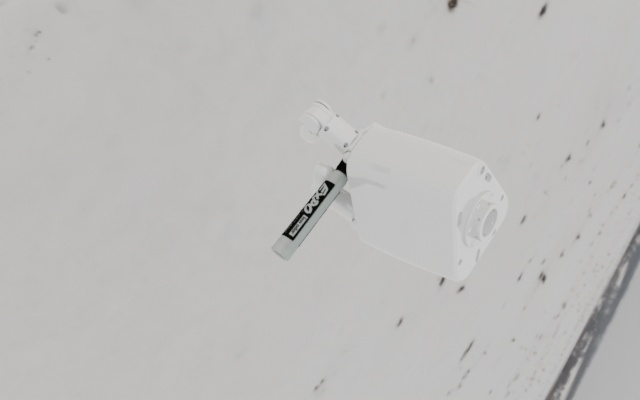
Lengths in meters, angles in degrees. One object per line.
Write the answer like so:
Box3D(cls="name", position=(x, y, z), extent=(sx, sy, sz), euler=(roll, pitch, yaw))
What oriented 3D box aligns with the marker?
Box3D(cls="marker", position=(0.000, 0.001, 0.427), extent=(0.020, 0.121, 0.020), euler=(34, -17, 12))
